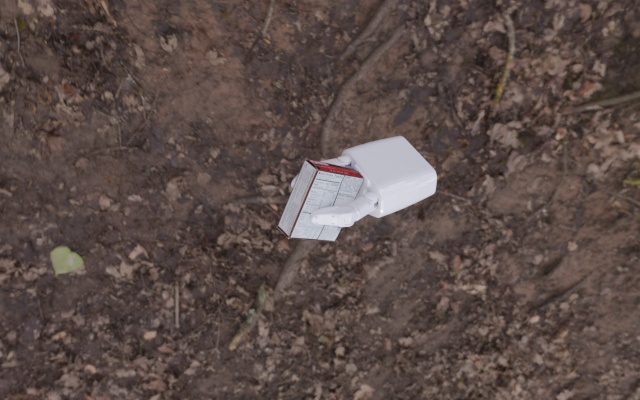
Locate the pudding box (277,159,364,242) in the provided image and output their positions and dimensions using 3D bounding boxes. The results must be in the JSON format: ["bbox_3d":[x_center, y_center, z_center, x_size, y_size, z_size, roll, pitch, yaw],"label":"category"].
[{"bbox_3d":[0.000,0.002,0.680,0.090,0.113,0.039,9,22,-39],"label":"pudding box"}]
